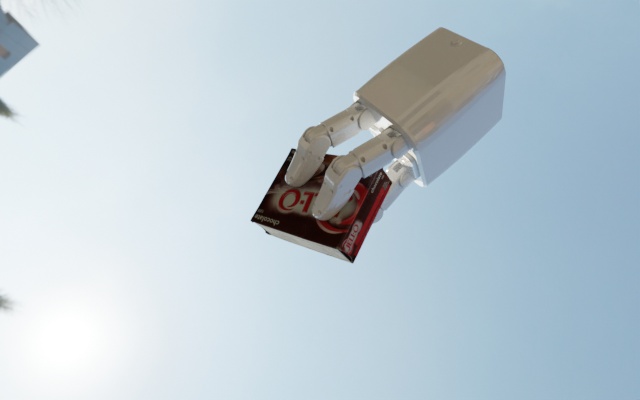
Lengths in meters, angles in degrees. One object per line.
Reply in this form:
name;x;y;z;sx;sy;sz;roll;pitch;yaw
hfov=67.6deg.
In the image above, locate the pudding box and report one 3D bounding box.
pudding box;0.000;0.002;0.460;0.113;0.090;0.039;13;-24;39
